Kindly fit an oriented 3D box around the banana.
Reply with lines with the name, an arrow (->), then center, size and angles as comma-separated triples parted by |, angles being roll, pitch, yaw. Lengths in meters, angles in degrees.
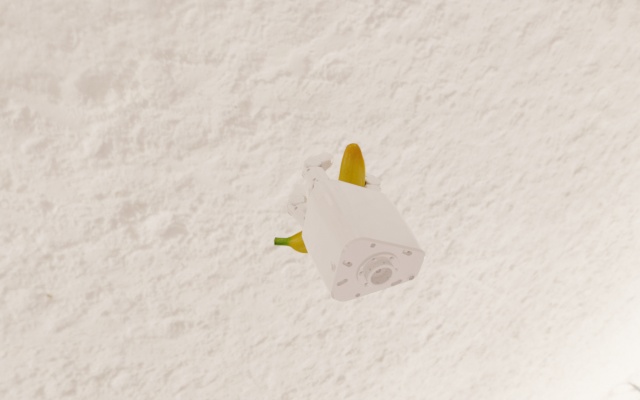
banana -> 0.014, 0.012, 0.652 | 0.070, 0.198, 0.037 | 25, 29, -24
